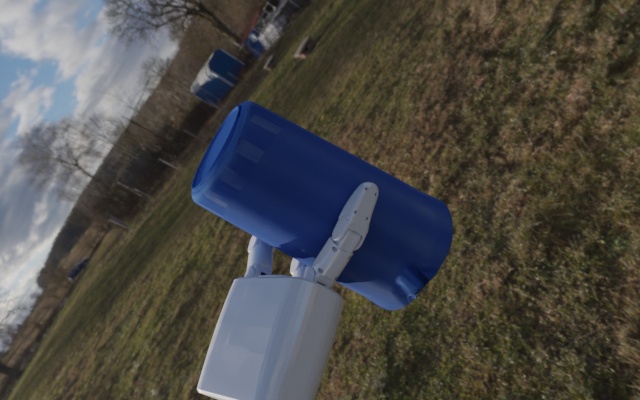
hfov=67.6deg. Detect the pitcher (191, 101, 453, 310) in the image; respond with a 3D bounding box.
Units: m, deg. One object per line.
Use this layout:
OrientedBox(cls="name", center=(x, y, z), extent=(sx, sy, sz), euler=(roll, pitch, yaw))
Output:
OrientedBox(cls="pitcher", center=(0.000, 0.002, 0.490), extent=(0.243, 0.145, 0.149), euler=(29, -27, -21))
